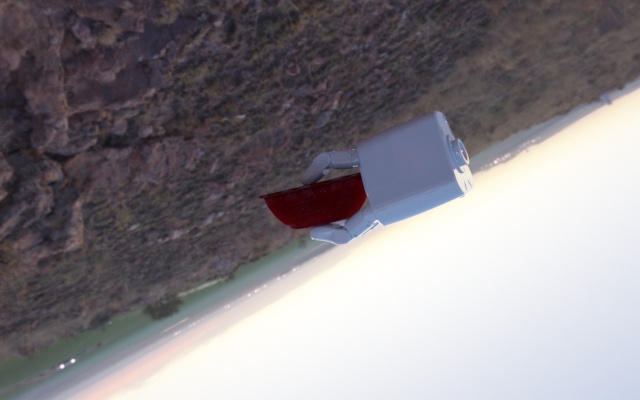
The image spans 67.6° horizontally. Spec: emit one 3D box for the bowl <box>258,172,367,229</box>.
[{"bbox_3d":[-0.001,0.003,0.651,0.162,0.055,0.162,-13,2,1],"label":"bowl"}]
